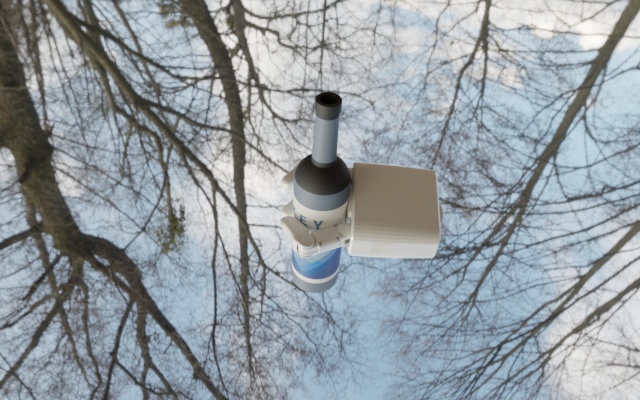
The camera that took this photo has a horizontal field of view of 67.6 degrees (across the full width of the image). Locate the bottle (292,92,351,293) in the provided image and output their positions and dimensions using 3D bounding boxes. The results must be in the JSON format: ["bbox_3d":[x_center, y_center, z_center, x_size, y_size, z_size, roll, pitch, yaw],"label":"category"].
[{"bbox_3d":[0.000,0.002,0.582,0.069,0.069,0.296,2,-45,-2],"label":"bottle"}]
